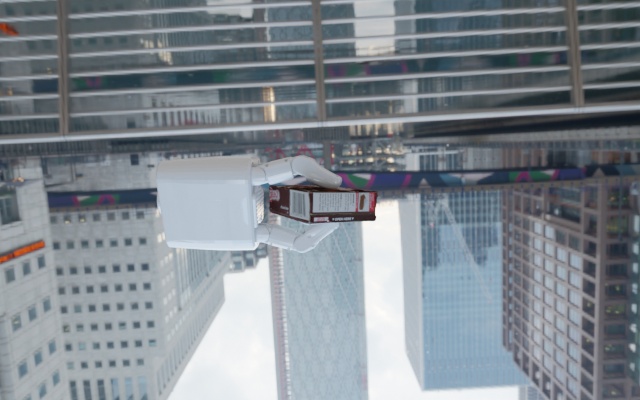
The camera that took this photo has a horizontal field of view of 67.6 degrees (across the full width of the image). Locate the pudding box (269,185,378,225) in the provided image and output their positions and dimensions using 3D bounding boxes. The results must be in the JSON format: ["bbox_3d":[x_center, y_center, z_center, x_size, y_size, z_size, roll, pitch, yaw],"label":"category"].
[{"bbox_3d":[0.000,0.002,0.568,0.090,0.039,0.113,-2,8,-28],"label":"pudding box"}]
